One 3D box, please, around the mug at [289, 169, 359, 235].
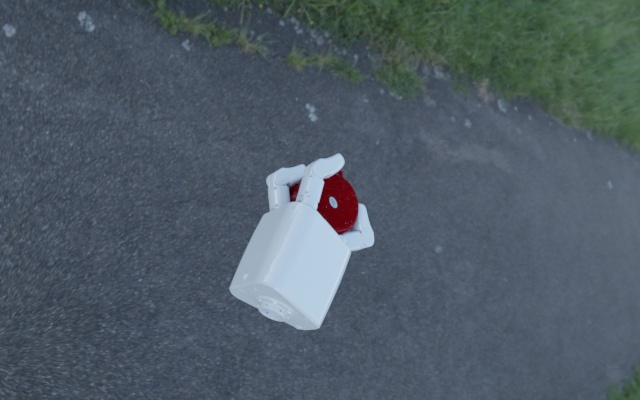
[{"bbox_3d":[0.001,0.001,0.636,0.093,0.117,0.081,38,-34,-22],"label":"mug"}]
